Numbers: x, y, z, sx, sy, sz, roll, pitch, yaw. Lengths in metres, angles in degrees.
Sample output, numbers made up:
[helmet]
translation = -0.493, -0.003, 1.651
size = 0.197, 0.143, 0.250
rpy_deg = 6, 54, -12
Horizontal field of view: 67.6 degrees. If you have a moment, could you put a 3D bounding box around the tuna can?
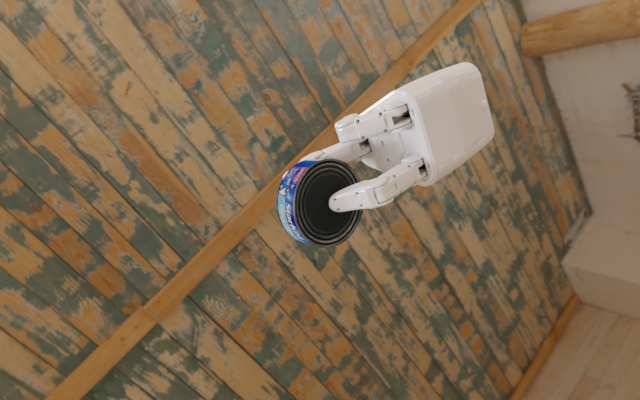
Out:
[tuna can]
translation = 0.000, 0.002, 0.468
size = 0.086, 0.086, 0.034
rpy_deg = 0, 5, -38
